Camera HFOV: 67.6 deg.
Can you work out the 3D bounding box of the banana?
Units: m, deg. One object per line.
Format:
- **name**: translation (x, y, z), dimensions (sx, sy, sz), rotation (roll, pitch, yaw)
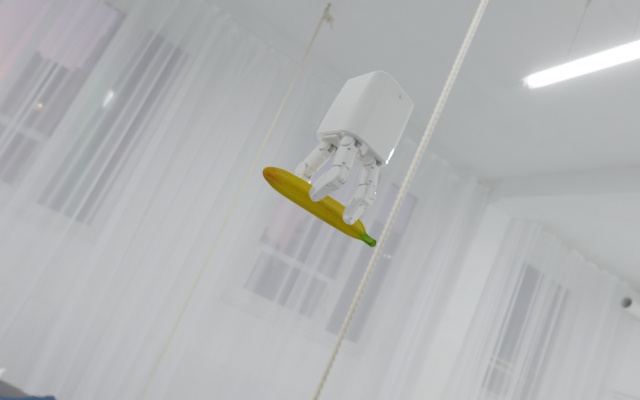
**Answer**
- **banana**: translation (-0.003, 0.003, 0.697), dimensions (0.198, 0.037, 0.069), rotation (32, -7, -17)
